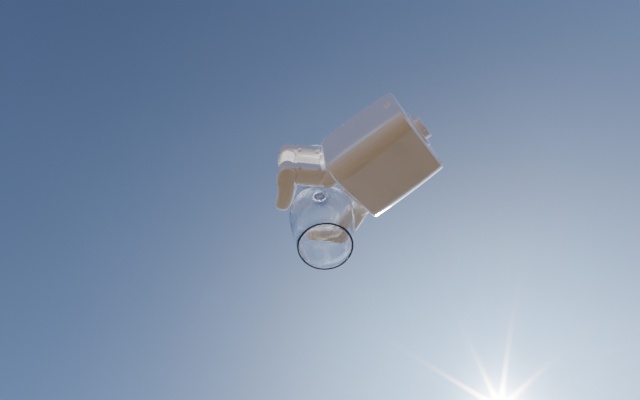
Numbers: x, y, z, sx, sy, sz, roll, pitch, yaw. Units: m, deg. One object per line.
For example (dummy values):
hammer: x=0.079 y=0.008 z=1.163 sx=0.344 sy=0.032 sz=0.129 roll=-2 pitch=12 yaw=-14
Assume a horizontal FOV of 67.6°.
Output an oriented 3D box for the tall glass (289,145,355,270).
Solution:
tall glass: x=0.000 y=0.002 z=0.602 sx=0.079 sy=0.079 sz=0.201 roll=0 pitch=30 yaw=-3
